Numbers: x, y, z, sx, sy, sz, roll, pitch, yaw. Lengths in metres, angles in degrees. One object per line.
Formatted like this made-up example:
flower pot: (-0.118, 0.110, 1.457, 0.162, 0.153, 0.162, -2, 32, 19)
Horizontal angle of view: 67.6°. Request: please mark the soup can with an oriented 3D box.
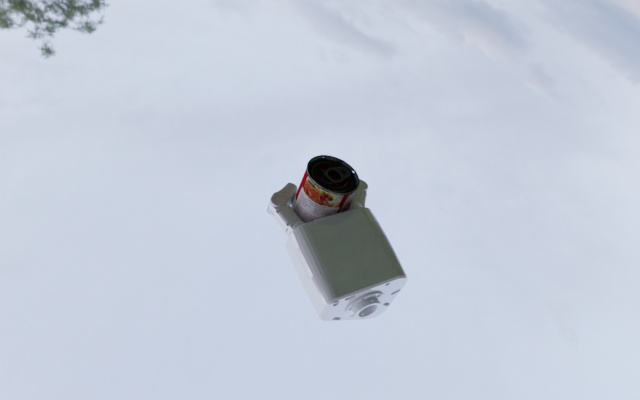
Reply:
soup can: (0.000, 0.002, 0.611, 0.068, 0.068, 0.102, 0, -43, -26)
